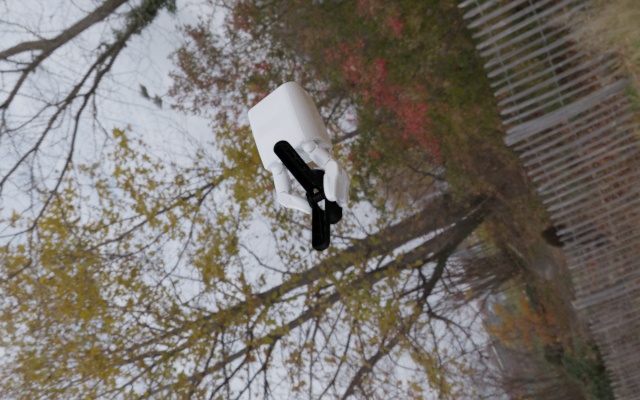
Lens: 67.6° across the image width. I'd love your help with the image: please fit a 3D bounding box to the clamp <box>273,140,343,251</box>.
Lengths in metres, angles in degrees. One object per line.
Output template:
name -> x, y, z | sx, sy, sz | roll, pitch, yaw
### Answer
clamp -> -0.001, 0.003, 0.741 | 0.036, 0.164, 0.210 | -23, -14, 15
